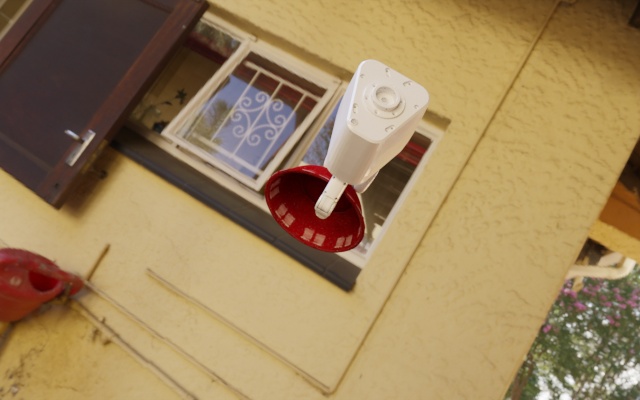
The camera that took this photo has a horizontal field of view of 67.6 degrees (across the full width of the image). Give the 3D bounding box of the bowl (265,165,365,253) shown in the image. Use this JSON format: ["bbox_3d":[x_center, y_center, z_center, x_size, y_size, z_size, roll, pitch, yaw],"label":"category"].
[{"bbox_3d":[0.000,0.003,0.708,0.162,0.162,0.055,0,40,34],"label":"bowl"}]
